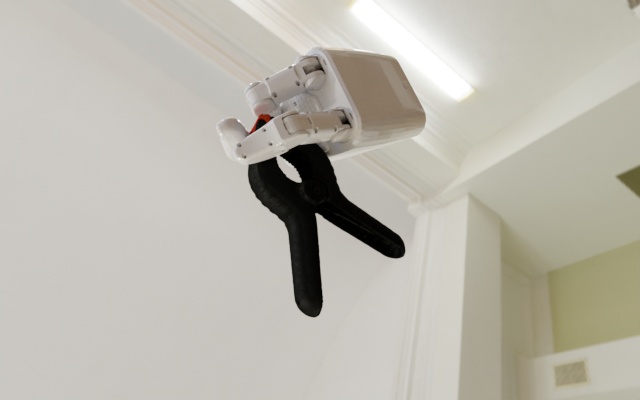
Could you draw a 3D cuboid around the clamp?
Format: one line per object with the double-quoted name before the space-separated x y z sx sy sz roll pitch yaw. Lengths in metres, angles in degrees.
"clamp" 0.000 0.001 0.407 0.120 0.171 0.039 -13 -16 -42
